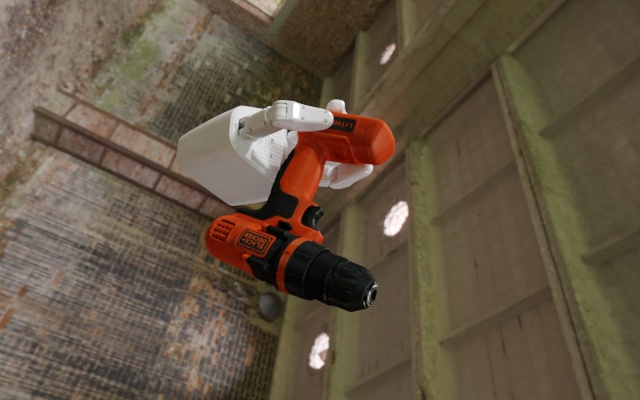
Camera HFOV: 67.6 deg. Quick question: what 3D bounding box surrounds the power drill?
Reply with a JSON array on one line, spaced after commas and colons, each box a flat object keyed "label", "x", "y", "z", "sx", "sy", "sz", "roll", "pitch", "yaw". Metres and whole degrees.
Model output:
[{"label": "power drill", "x": 0.000, "y": 0.001, "z": 0.460, "sx": 0.184, "sy": 0.187, "sz": 0.057, "roll": 17, "pitch": -27, "yaw": 30}]
